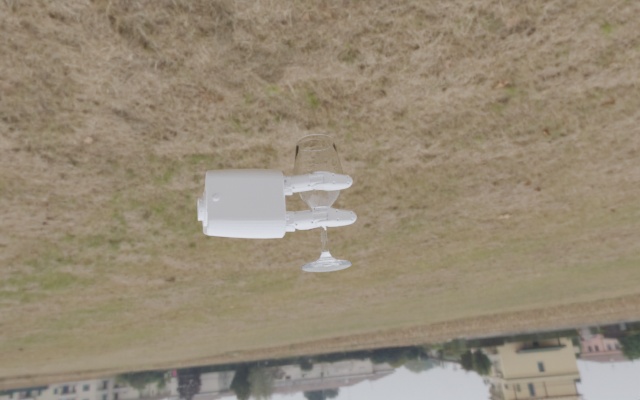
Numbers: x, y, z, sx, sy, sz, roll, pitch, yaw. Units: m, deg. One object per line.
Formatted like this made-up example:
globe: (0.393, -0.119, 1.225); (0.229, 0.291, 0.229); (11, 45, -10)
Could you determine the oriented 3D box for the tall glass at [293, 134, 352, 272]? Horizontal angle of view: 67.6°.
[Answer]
tall glass: (0.000, 0.003, 0.725); (0.079, 0.201, 0.079); (-5, -19, -2)
